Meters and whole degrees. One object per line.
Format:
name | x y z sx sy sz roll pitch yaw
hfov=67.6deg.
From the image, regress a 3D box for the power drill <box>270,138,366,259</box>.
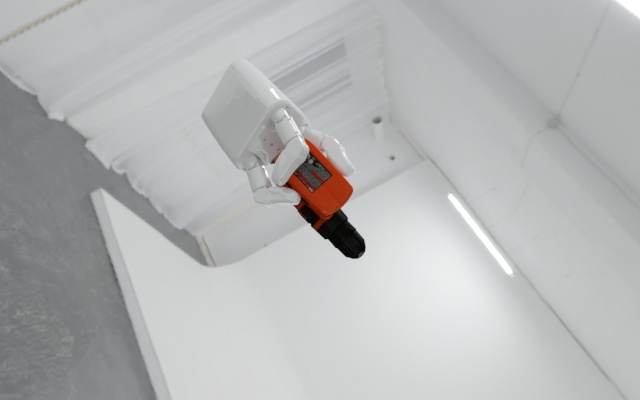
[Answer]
power drill | 0.000 0.002 0.668 0.057 0.184 0.188 -43 -10 -11
